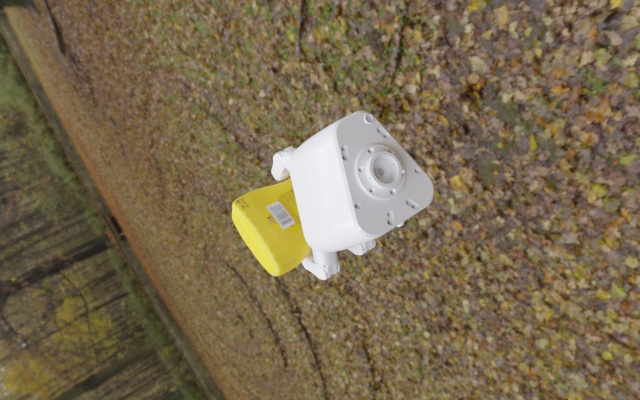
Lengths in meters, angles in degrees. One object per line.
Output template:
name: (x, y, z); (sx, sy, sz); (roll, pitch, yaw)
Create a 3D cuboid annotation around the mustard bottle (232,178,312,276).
mustard bottle: (0.000, 0.002, 0.560); (0.191, 0.096, 0.058); (-29, -22, -26)
